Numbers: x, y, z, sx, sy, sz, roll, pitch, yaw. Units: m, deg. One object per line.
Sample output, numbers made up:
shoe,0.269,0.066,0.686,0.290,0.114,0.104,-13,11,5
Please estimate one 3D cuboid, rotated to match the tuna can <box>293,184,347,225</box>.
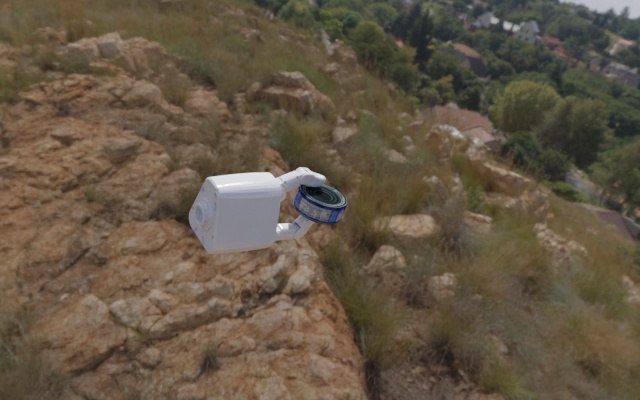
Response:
tuna can,0.000,0.002,0.784,0.086,0.034,0.086,18,25,-9
